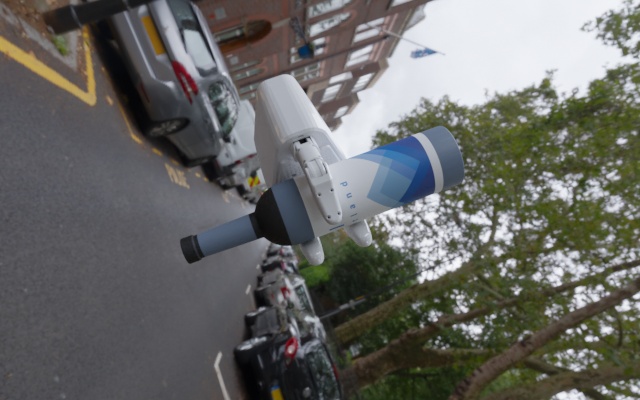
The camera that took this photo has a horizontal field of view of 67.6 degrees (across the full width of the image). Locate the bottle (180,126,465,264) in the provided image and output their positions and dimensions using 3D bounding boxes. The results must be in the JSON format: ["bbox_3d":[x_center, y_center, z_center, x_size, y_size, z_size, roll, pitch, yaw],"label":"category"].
[{"bbox_3d":[0.000,0.002,0.498,0.295,0.069,0.069,-20,2,-5],"label":"bottle"}]
